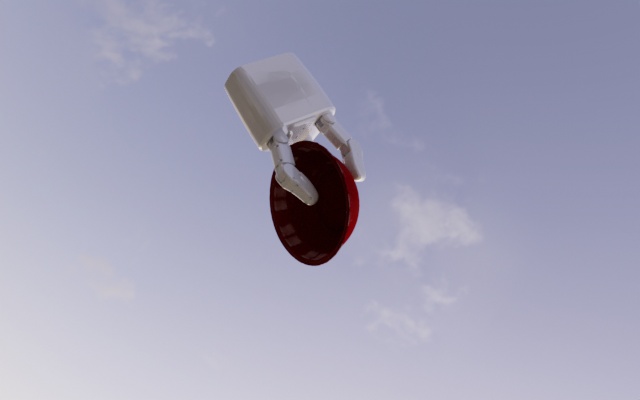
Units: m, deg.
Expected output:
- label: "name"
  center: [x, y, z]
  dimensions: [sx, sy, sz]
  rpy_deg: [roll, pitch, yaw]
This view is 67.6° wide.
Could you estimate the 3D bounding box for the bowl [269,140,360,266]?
- label: "bowl"
  center: [0.001, 0.003, 0.629]
  dimensions: [0.055, 0.162, 0.162]
  rpy_deg: [-6, 4, -40]
